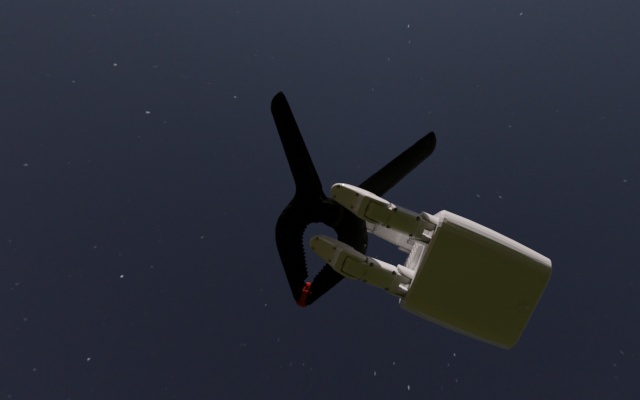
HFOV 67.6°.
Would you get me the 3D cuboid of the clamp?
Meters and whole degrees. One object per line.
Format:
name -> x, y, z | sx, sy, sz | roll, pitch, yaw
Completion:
clamp -> 0.000, 0.002, 0.480 | 0.164, 0.210, 0.036 | 23, 10, 7
